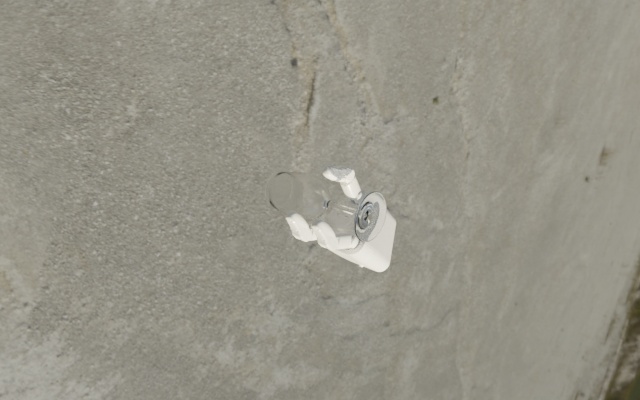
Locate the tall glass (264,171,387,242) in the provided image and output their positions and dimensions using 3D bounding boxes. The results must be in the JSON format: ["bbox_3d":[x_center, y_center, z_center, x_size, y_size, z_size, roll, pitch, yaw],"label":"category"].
[{"bbox_3d":[0.001,0.002,0.743,0.201,0.079,0.079,17,11,40],"label":"tall glass"}]
